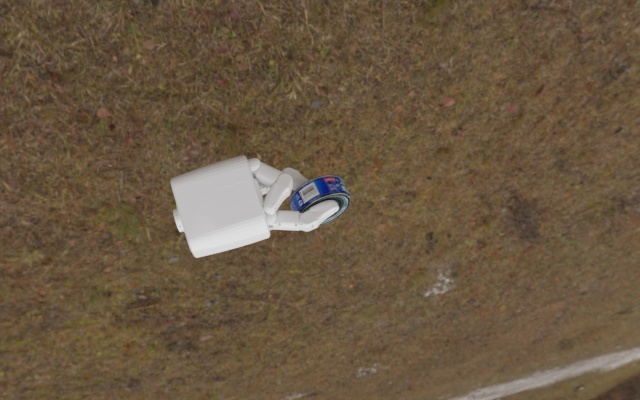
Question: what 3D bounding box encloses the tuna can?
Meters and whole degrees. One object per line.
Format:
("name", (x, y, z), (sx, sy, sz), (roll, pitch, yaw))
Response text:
("tuna can", (0.000, 0.003, 0.694), (0.086, 0.033, 0.086), (-20, -29, -11))
